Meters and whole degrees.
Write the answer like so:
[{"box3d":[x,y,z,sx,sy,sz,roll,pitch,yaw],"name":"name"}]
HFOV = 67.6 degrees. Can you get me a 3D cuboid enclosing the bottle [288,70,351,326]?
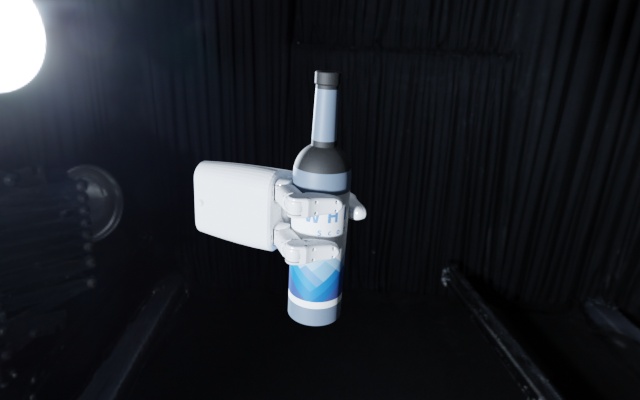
[{"box3d":[0.000,0.002,0.555,0.069,0.296,0.069,3,20,-1],"name":"bottle"}]
